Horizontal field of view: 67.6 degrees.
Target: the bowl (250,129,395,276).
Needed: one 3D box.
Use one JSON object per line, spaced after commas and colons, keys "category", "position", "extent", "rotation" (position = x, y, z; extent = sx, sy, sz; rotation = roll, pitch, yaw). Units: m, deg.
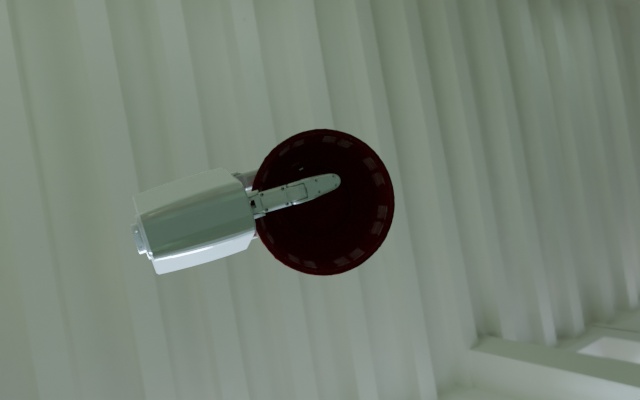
{"category": "bowl", "position": [0.001, 0.002, 0.548], "extent": [0.162, 0.162, 0.055], "rotation": [0, 1, -11]}
